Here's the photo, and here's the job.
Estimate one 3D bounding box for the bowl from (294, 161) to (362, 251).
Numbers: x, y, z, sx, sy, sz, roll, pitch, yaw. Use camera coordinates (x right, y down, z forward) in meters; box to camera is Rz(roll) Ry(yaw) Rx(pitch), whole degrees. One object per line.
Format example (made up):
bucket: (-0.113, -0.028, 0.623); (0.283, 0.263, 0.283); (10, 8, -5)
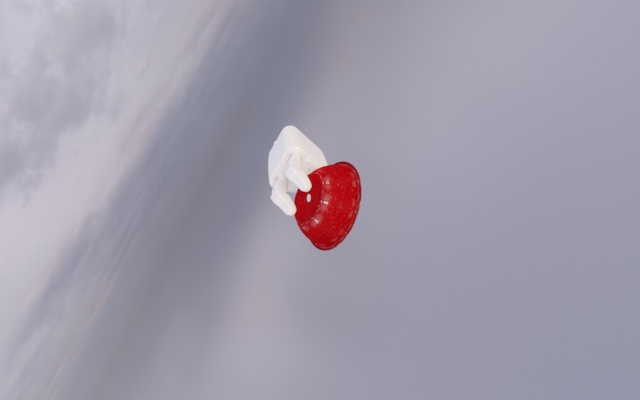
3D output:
bowl: (0.000, 0.003, 0.822); (0.055, 0.162, 0.162); (17, -9, -31)
